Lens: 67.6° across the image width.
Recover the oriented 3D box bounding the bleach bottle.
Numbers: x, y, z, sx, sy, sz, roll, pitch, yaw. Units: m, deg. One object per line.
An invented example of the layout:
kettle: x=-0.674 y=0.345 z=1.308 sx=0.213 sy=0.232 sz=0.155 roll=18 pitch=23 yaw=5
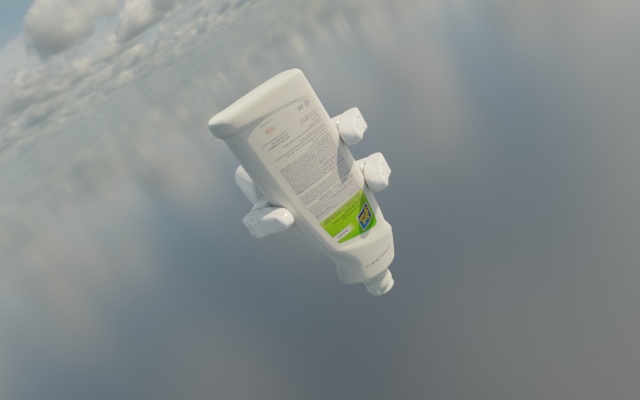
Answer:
bleach bottle: x=0.000 y=0.001 z=0.483 sx=0.102 sy=0.251 sz=0.068 roll=-37 pitch=22 yaw=-14
